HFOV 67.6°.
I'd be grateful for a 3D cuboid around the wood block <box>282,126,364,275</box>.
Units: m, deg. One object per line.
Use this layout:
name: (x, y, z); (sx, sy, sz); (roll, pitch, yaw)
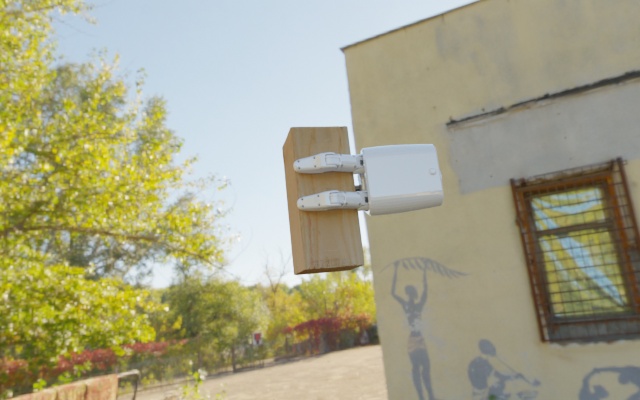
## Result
wood block: (0.000, 0.002, 0.717); (0.090, 0.206, 0.091); (-3, -13, -13)
